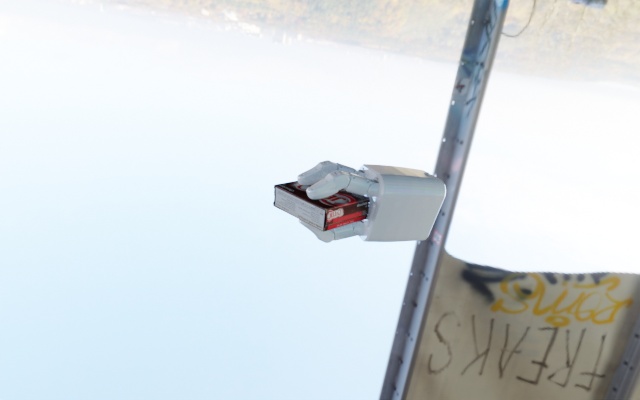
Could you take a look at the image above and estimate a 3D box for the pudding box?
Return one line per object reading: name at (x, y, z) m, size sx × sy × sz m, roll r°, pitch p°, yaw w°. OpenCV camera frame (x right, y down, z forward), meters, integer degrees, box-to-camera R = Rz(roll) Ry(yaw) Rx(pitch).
pudding box at (0.000, 0.002, 0.692) m, size 0.090 × 0.039 × 0.113 m, roll -12°, pitch 25°, yaw -43°
